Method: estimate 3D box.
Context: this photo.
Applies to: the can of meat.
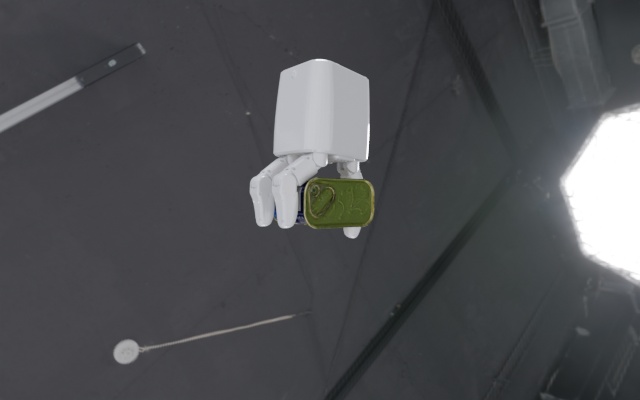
[{"bbox_3d":[0.000,0.002,0.581,0.102,0.057,0.084,0,2,-36],"label":"can of meat"}]
